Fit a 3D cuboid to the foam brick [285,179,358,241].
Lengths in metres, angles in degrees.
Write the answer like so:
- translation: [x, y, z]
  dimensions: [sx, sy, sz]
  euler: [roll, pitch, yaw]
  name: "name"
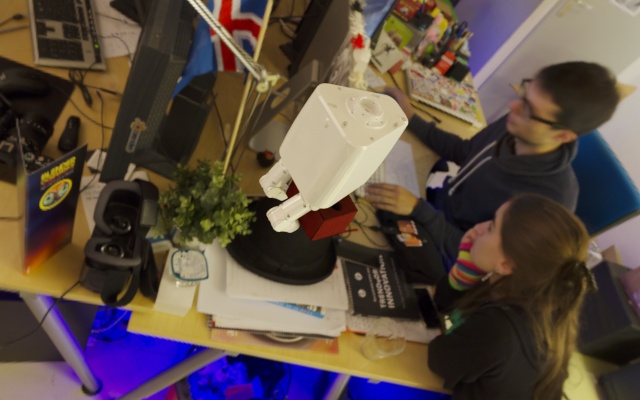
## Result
- translation: [0.000, 0.002, 0.600]
  dimensions: [0.053, 0.078, 0.051]
  euler: [-14, -26, -34]
  name: "foam brick"
